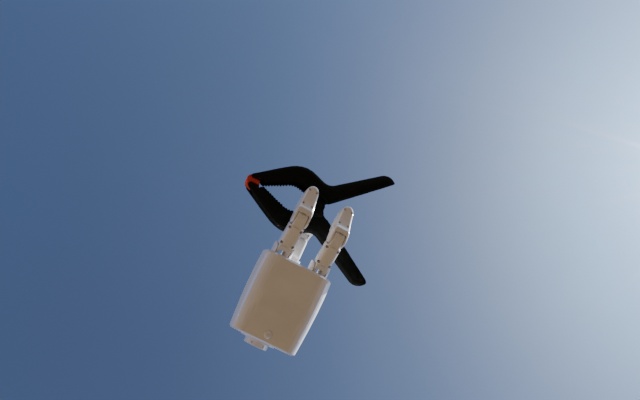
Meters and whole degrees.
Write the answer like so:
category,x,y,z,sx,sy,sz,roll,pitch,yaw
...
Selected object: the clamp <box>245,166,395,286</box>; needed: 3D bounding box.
category,x,y,z,sx,sy,sz,roll,pitch,yaw
clamp,-0.001,0.002,0.664,0.210,0.164,0.036,28,-18,-9
